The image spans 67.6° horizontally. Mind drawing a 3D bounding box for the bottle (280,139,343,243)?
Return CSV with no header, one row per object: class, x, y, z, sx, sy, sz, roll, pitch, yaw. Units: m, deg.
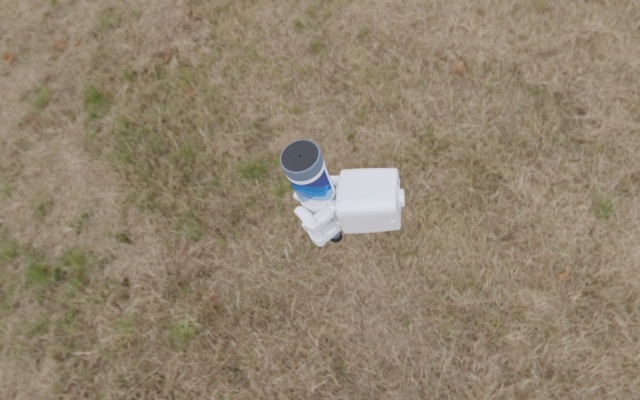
bottle,0.000,0.003,0.882,0.069,0.069,0.296,0,-30,15
